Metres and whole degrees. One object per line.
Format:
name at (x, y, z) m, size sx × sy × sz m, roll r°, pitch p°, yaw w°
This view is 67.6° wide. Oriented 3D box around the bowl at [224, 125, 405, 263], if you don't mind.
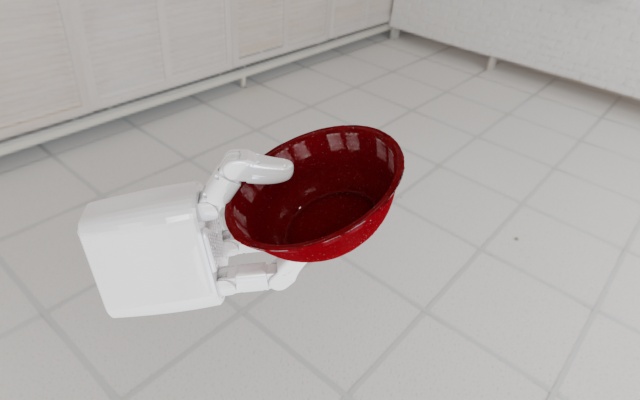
bowl at (0.001, 0.001, 0.421) m, size 0.162 × 0.055 × 0.162 m, roll -16°, pitch 37°, yaw 12°
